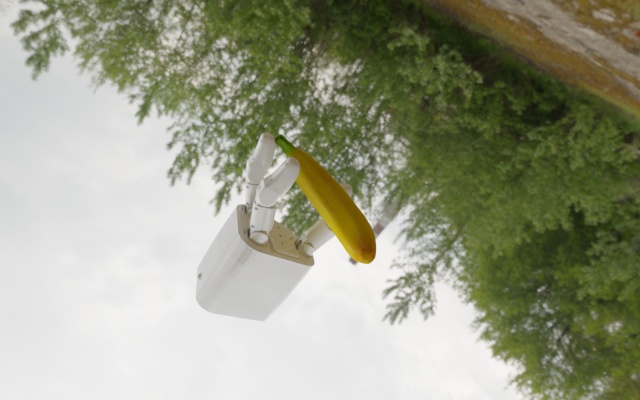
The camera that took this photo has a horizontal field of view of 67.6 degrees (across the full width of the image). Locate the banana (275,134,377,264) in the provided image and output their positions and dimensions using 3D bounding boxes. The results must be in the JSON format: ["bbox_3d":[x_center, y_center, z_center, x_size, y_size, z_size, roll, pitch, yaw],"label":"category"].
[{"bbox_3d":[0.010,0.004,0.513,0.070,0.037,0.197,23,22,-49],"label":"banana"}]
